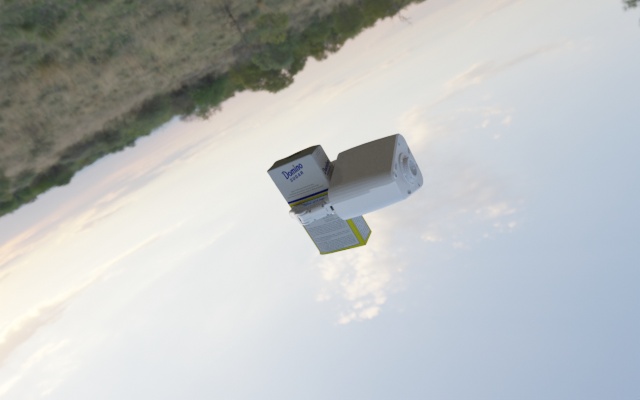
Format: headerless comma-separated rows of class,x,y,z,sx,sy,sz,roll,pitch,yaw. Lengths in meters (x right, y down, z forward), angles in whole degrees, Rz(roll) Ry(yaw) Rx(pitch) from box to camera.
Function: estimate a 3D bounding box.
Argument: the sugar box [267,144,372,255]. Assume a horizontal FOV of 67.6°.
sugar box,0.000,0.002,0.767,0.093,0.176,0.048,-18,22,33
